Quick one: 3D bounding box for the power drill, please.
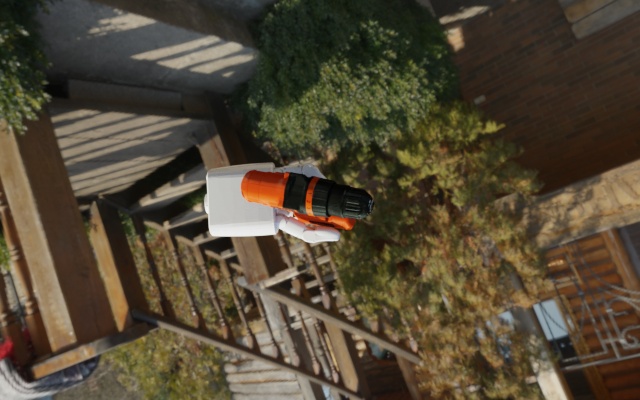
[{"bbox_3d":[0.000,0.002,0.697,0.184,0.057,0.188,12,-7,18],"label":"power drill"}]
